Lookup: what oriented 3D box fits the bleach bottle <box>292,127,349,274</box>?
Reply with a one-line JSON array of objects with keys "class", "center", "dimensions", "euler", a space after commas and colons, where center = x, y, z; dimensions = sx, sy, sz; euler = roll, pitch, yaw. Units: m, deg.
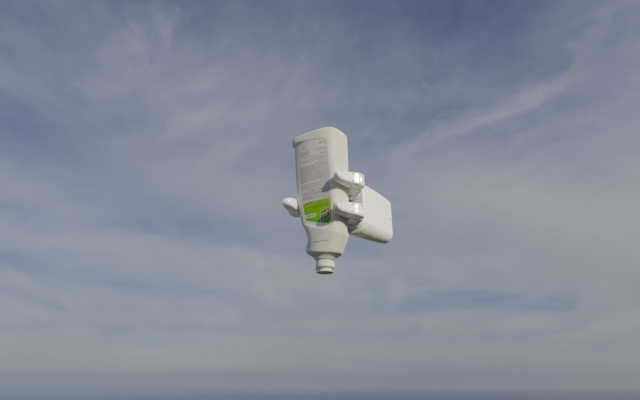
[{"class": "bleach bottle", "center": [0.000, 0.003, 0.830], "dimensions": [0.102, 0.250, 0.068], "euler": [-15, -25, 34]}]
